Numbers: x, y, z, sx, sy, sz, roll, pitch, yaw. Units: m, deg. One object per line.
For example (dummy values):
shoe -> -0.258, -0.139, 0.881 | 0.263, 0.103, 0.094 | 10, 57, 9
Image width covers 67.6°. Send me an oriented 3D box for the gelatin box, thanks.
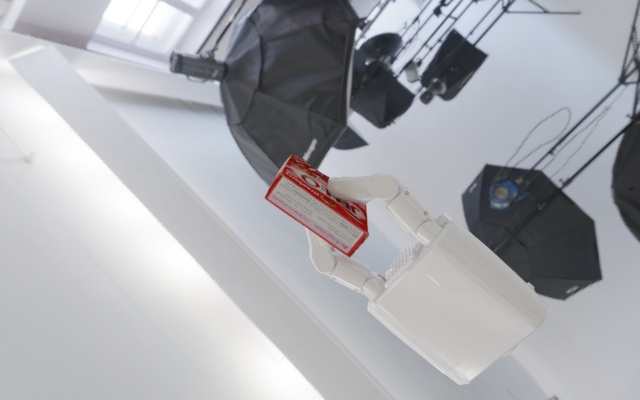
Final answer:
gelatin box -> 0.000, 0.002, 0.417 | 0.089, 0.030, 0.073 | 34, 17, -7
